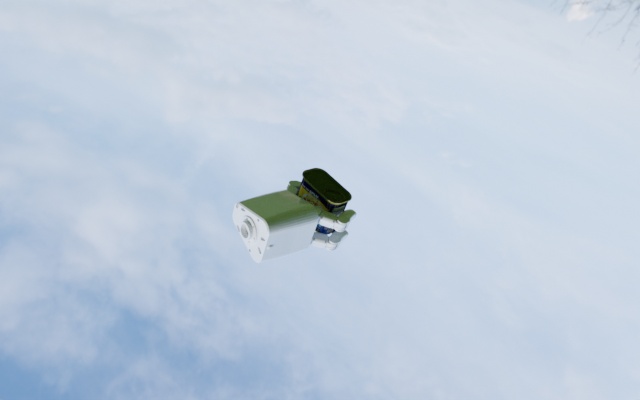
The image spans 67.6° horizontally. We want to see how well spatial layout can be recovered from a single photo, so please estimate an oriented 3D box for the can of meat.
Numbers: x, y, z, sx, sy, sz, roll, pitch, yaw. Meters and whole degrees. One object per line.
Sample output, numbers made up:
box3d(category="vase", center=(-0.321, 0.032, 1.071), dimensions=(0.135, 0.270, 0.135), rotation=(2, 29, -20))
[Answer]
box3d(category="can of meat", center=(0.000, 0.003, 0.894), dimensions=(0.057, 0.084, 0.102), rotation=(-18, 51, -42))
